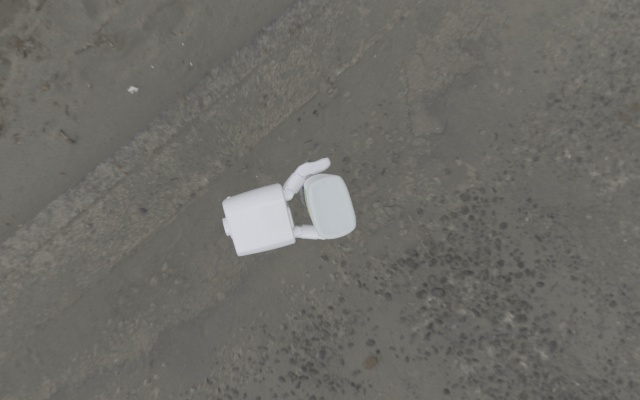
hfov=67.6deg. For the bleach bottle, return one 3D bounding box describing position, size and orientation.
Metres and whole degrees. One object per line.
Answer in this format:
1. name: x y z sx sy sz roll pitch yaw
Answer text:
1. bleach bottle: 0.000 0.003 0.866 0.068 0.102 0.251 -15 5 -7
